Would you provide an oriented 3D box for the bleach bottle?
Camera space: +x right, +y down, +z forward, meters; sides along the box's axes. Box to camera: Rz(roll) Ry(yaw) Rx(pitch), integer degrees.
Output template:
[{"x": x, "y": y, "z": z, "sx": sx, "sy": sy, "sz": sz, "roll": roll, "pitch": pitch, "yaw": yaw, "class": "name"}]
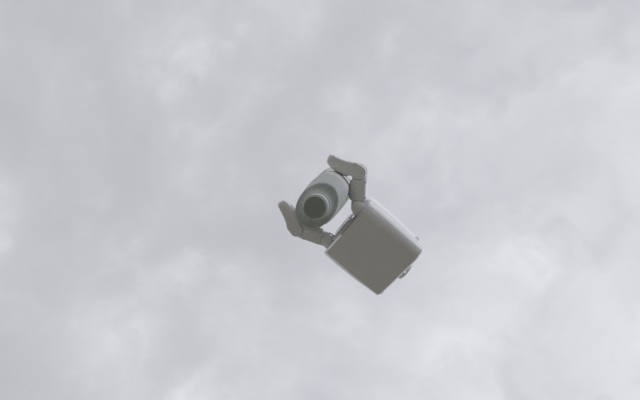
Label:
[{"x": 0.000, "y": 0.002, "z": 0.701, "sx": 0.068, "sy": 0.102, "sz": 0.251, "roll": 39, "pitch": 8, "yaw": 1, "class": "bleach bottle"}]
